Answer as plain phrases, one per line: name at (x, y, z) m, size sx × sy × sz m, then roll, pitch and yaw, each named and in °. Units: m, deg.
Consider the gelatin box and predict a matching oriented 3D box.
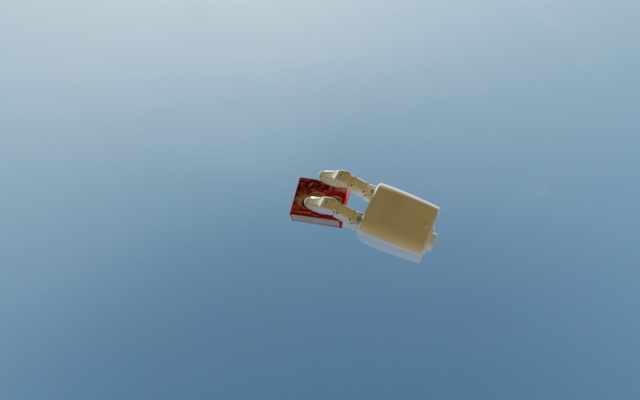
gelatin box at (0.000, 0.003, 0.803) m, size 0.089 × 0.073 × 0.030 m, roll 8°, pitch -28°, yaw 12°
